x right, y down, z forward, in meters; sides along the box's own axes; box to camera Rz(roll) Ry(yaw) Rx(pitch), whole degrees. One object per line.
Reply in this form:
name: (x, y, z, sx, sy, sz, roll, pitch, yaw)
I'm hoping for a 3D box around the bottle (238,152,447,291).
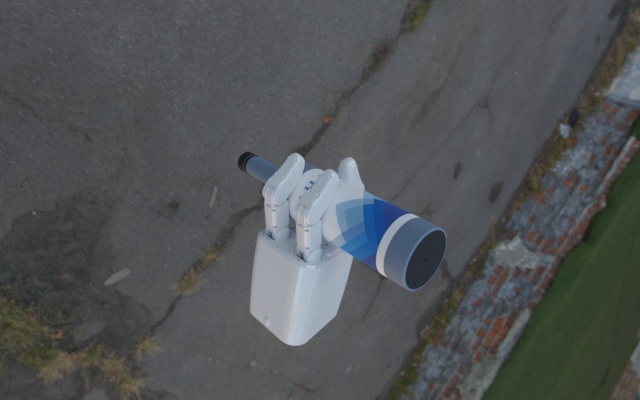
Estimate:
bottle: (0.000, 0.002, 0.542, 0.069, 0.069, 0.295, 0, 22, -47)
